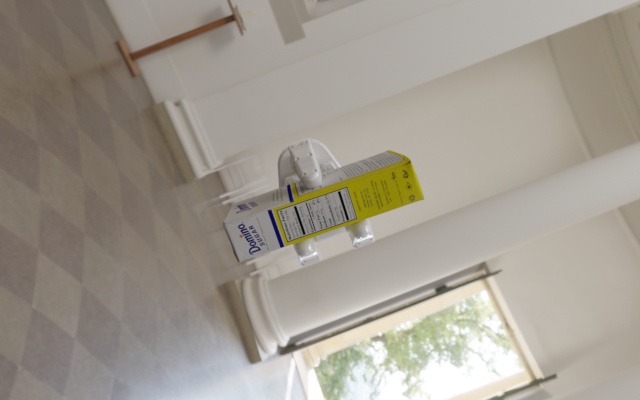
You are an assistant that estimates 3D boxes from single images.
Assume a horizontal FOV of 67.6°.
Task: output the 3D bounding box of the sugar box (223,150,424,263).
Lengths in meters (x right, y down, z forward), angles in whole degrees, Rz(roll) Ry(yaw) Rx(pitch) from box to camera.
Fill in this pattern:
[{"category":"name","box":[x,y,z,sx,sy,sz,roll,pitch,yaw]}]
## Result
[{"category":"sugar box","box":[0.000,0.002,0.460,0.176,0.048,0.093,-21,12,0]}]
